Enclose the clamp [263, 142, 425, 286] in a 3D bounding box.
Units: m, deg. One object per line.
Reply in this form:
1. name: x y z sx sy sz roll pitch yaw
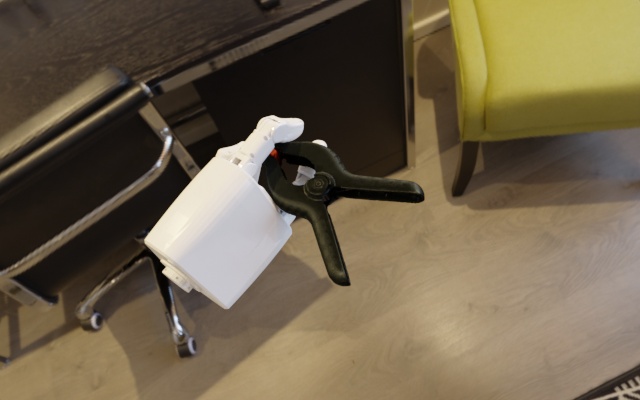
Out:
1. clamp: 0.000 0.001 0.467 0.171 0.120 0.039 27 -22 26
